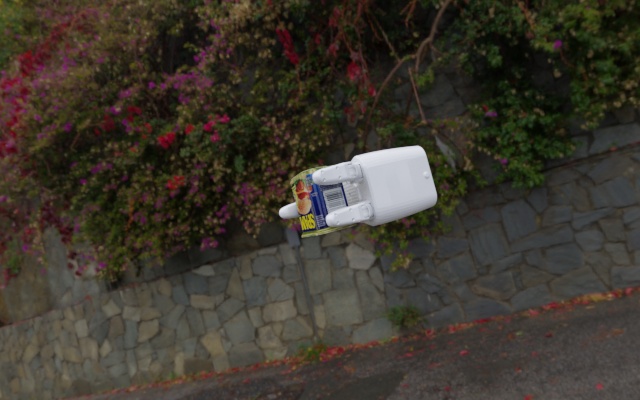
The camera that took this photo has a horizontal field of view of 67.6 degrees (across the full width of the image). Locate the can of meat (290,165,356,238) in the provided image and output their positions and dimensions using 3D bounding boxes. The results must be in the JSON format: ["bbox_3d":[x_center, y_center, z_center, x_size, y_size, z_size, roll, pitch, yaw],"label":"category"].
[{"bbox_3d":[0.000,0.002,0.646,0.057,0.084,0.102,-14,-2,-17],"label":"can of meat"}]
